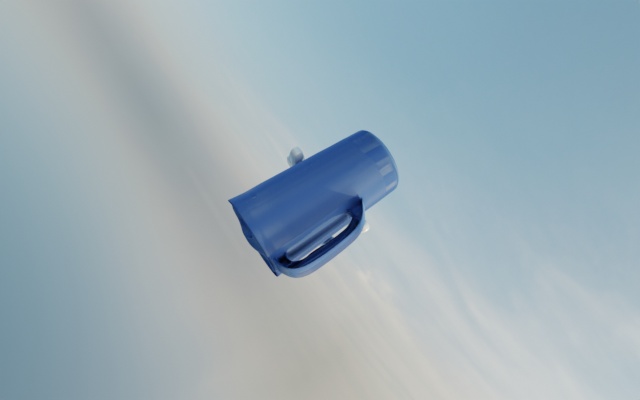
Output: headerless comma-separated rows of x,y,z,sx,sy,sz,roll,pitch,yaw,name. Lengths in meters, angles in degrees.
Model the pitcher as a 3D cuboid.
0.000,0.002,0.714,0.243,0.149,0.145,-32,0,-12,pitcher
